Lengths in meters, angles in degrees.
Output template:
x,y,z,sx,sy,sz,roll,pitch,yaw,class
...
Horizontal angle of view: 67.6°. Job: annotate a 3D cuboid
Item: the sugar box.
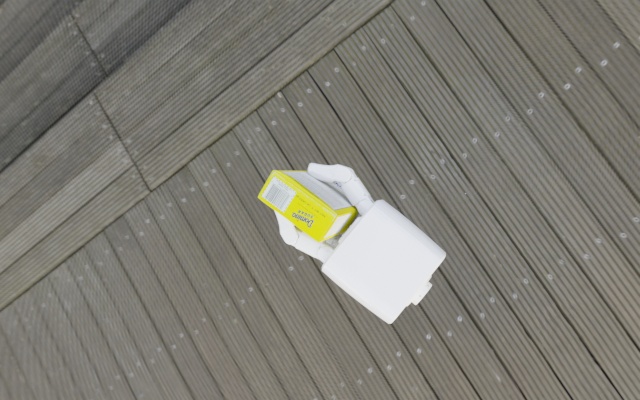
x,y,z,sx,sy,sz,roll,pitch,yaw,class
0.000,0.003,0.612,0.093,0.048,0.176,37,11,14,sugar box
